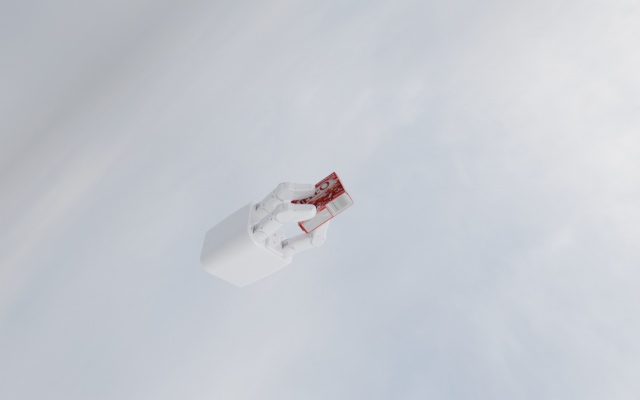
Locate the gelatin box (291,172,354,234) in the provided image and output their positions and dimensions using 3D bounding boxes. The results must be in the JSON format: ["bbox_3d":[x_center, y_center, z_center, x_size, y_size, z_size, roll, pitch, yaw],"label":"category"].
[{"bbox_3d":[0.001,0.003,0.745,0.089,0.030,0.073,-34,30,6],"label":"gelatin box"}]
